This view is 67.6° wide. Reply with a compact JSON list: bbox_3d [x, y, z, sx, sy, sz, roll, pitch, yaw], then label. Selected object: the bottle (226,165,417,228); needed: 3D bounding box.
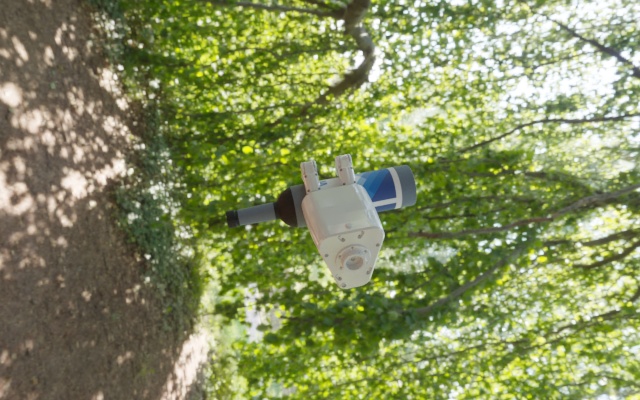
[{"bbox_3d":[0.000,0.002,0.754,0.296,0.069,0.069,-11,1,-6],"label":"bottle"}]
